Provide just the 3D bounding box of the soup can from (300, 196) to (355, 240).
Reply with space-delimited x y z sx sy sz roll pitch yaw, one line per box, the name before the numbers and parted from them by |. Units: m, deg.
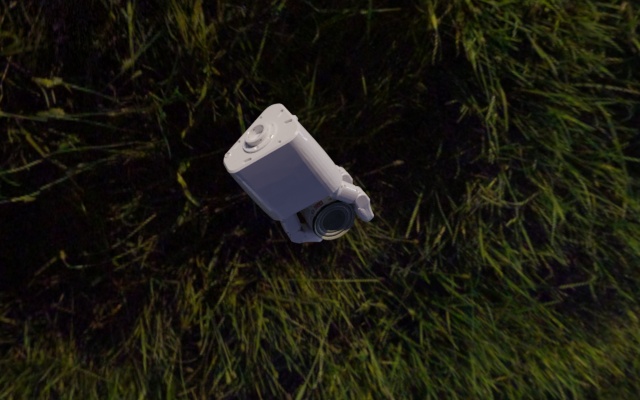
soup can | 0.000 0.003 0.703 0.068 0.068 0.102 0 32 -28
